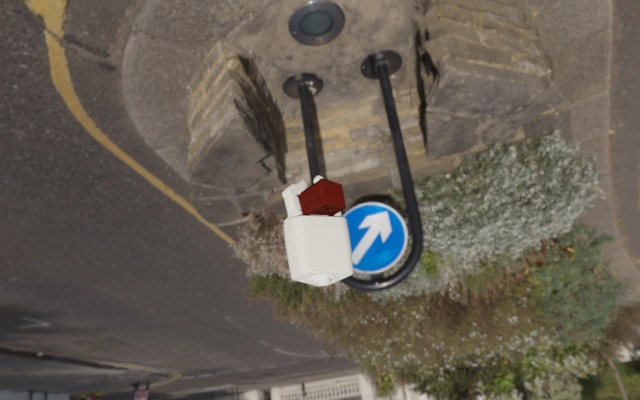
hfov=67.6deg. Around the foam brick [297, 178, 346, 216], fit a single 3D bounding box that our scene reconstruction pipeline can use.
[{"bbox_3d":[0.000,0.003,0.875,0.053,0.051,0.078,13,-32,-37],"label":"foam brick"}]
